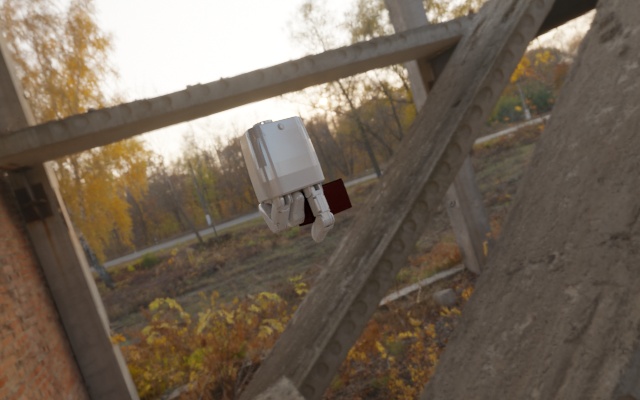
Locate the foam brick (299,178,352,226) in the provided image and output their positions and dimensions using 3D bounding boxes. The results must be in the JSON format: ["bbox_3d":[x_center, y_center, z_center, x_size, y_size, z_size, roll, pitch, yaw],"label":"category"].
[{"bbox_3d":[0.000,0.002,0.758,0.078,0.051,0.053,-20,1,-32],"label":"foam brick"}]
